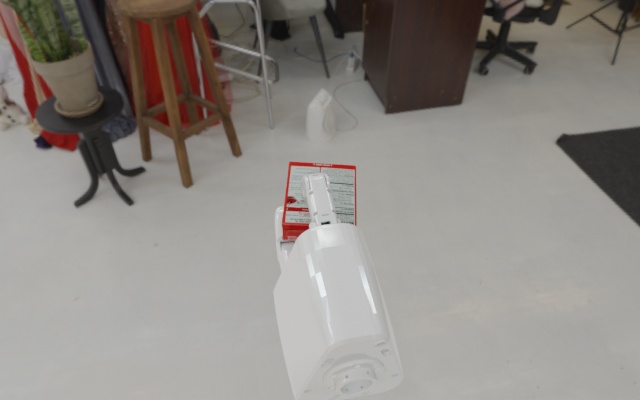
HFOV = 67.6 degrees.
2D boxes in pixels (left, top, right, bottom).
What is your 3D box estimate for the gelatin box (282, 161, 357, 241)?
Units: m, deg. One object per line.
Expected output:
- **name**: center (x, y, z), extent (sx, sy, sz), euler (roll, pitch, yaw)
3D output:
- **gelatin box**: center (0.000, 0.001, 0.494), extent (0.073, 0.089, 0.030), euler (3, -40, 0)
